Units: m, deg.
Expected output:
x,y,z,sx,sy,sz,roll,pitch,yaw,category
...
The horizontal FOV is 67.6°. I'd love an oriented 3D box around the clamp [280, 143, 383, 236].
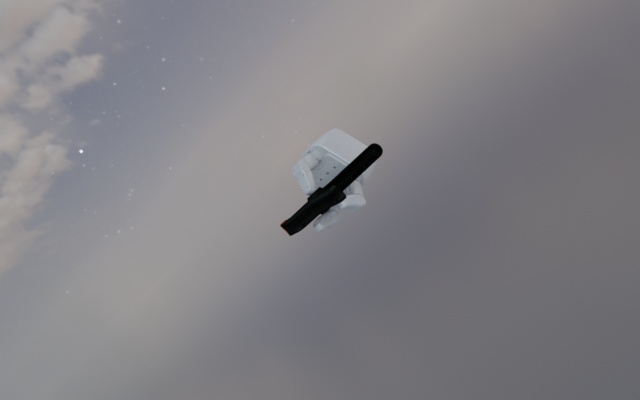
x,y,z,sx,sy,sz,roll,pitch,yaw,category
-0.001,0.002,0.743,0.210,0.036,0.164,-40,4,33,clamp
